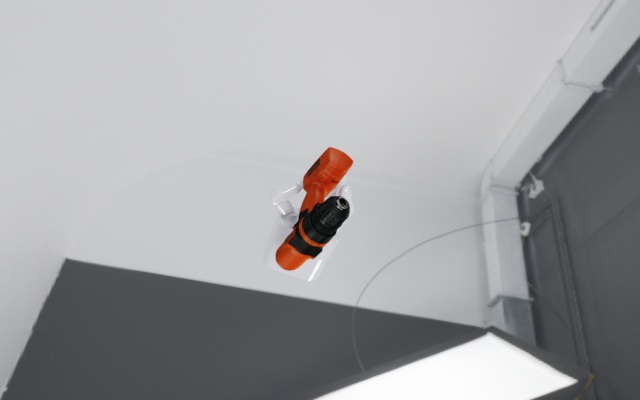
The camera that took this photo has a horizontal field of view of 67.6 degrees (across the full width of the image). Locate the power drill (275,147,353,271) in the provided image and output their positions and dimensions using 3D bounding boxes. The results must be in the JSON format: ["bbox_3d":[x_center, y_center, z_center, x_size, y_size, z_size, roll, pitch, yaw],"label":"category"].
[{"bbox_3d":[0.000,0.002,0.754,0.057,0.187,0.184,32,-45,-13],"label":"power drill"}]
